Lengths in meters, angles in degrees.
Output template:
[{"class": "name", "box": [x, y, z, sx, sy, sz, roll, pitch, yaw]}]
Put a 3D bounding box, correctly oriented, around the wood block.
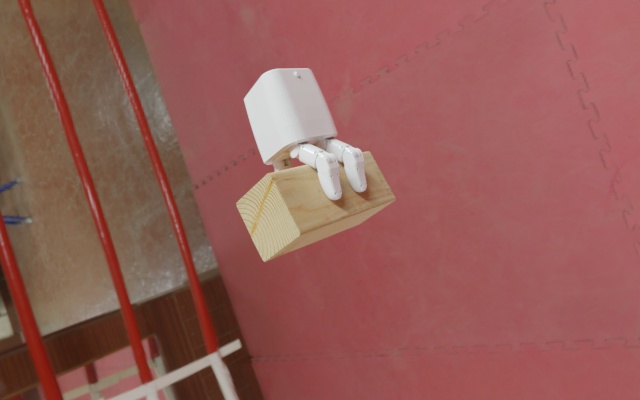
[{"class": "wood block", "box": [0.000, 0.002, 0.675, 0.206, 0.090, 0.091, -17, -15, -46]}]
